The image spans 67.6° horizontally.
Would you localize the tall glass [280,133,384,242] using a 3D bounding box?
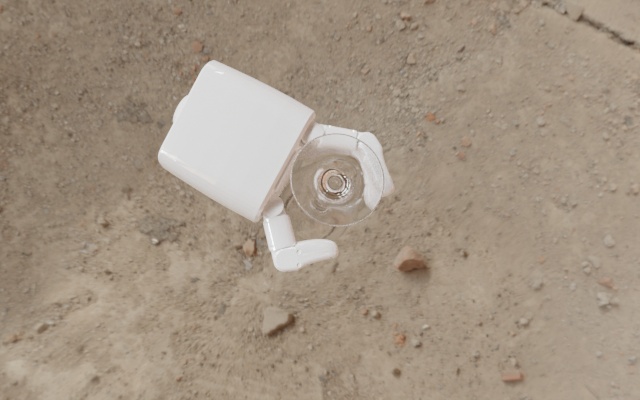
[{"bbox_3d":[0.000,0.002,0.465,0.079,0.079,0.201,0,-11,-8],"label":"tall glass"}]
